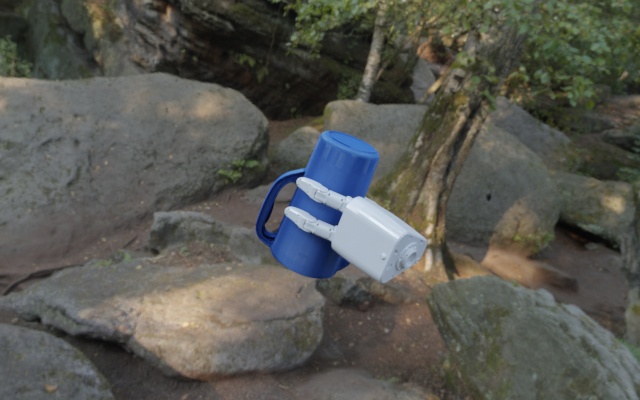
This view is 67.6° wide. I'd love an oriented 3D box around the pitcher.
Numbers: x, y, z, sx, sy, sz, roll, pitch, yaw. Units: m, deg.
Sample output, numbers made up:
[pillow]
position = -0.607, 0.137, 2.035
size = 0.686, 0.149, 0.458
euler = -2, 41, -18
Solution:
[pitcher]
position = 0.000, 0.003, 0.843
size = 0.149, 0.243, 0.145
euler = -1, 30, -48
